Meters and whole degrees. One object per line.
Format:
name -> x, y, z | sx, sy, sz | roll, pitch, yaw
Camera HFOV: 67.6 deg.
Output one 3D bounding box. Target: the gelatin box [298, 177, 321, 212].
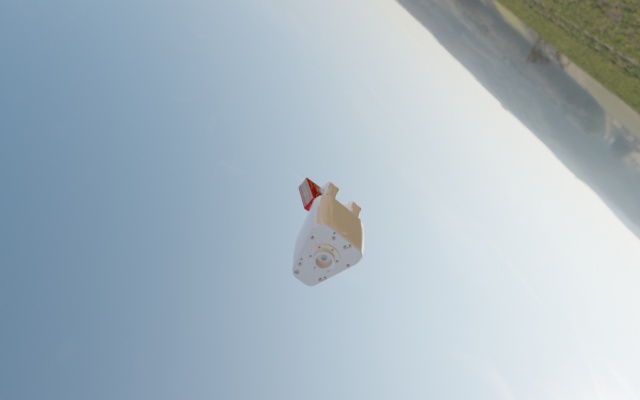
gelatin box -> 0.000, 0.003, 0.886 | 0.073, 0.030, 0.089 | 34, 16, -25
